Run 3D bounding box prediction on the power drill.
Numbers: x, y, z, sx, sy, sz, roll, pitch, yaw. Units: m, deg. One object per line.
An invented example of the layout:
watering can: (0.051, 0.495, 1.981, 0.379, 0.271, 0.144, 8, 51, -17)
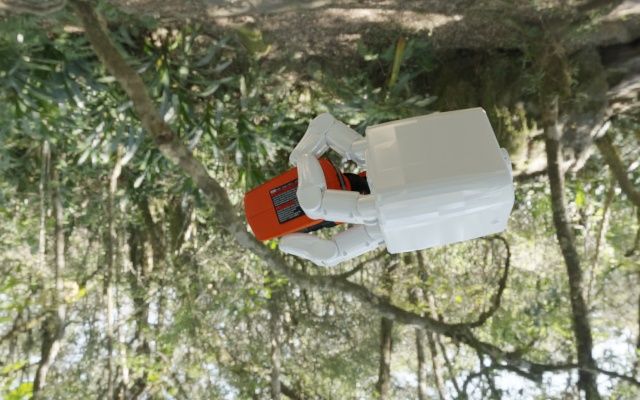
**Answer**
power drill: (0.000, 0.002, 0.534, 0.184, 0.057, 0.187, -25, -8, 27)
